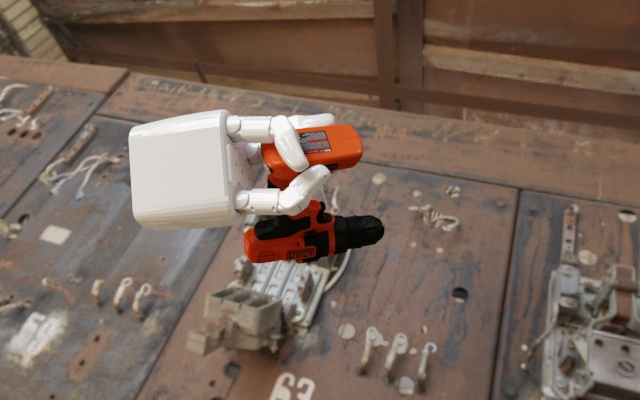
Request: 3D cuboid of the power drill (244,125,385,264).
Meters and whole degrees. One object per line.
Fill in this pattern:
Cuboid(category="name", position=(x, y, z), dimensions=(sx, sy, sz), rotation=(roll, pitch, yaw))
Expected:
Cuboid(category="power drill", position=(0.000, 0.002, 0.562), dimensions=(0.184, 0.188, 0.057), rotation=(-8, 47, -14))
